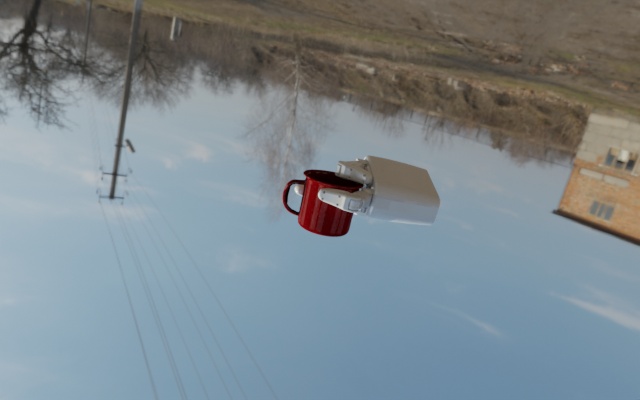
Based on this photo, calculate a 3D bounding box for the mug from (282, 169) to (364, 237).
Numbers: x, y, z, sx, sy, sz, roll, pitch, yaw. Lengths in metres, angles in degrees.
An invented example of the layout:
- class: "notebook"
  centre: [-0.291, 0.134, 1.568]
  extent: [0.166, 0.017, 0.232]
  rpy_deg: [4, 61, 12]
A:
- class: "mug"
  centre: [-0.001, 0.002, 0.726]
  extent: [0.117, 0.081, 0.093]
  rpy_deg: [10, 15, -10]
